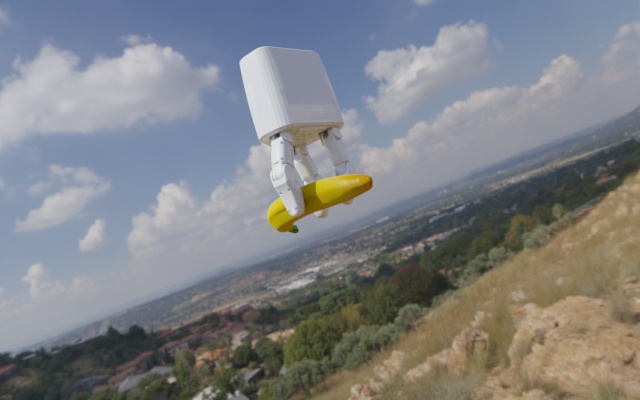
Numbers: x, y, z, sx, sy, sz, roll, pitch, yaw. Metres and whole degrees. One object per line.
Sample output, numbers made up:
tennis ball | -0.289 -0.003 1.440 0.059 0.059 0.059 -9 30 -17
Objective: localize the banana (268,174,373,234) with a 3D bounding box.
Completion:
banana | -0.017 0.005 0.593 0.069 0.037 0.198 -6 -14 -33
